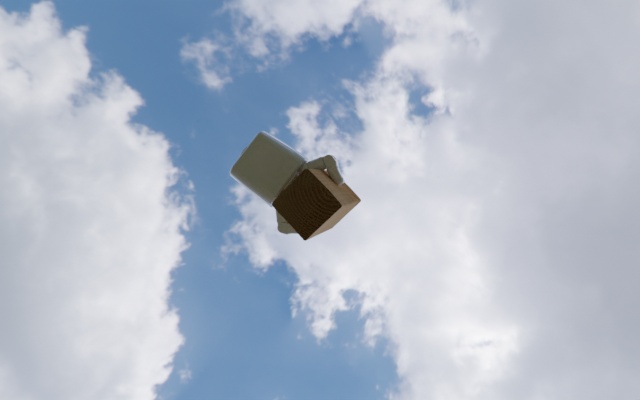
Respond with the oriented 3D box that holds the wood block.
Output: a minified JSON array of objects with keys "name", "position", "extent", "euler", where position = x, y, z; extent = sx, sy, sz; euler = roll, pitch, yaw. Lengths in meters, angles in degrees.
[{"name":"wood block","position":[0.000,0.002,0.892],"extent":[0.091,0.090,0.206],"euler":[-45,-8,12]}]
